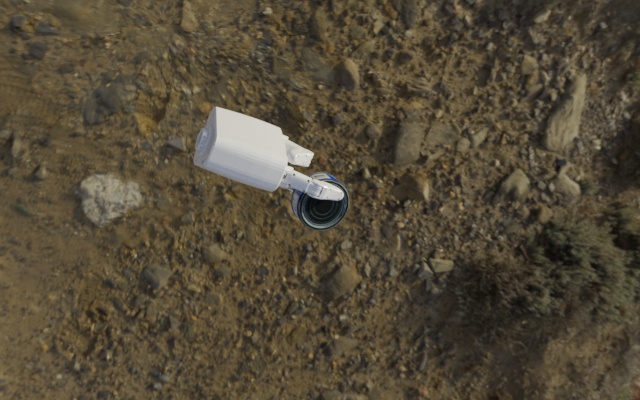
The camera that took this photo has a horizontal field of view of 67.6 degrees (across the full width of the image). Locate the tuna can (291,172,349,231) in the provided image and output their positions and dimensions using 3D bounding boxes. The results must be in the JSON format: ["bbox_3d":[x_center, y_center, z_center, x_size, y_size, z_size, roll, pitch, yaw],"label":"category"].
[{"bbox_3d":[0.000,0.003,0.730,0.086,0.086,0.033,0,21,-23],"label":"tuna can"}]
